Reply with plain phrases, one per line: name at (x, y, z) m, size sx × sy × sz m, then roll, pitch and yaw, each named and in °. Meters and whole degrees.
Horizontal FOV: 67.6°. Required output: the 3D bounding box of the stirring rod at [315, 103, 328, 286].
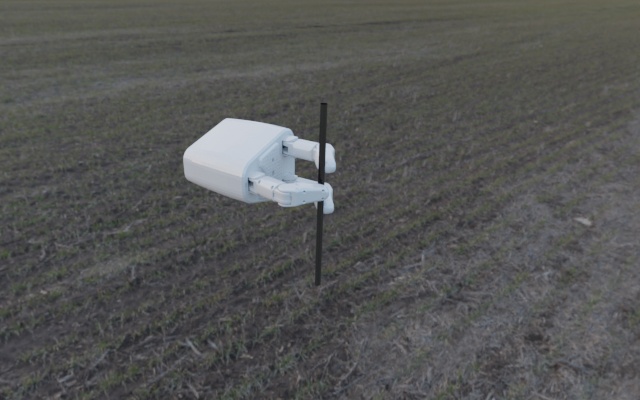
stirring rod at (0.000, 0.002, 0.577) m, size 0.011 × 0.240 × 0.011 m, roll 2°, pitch 26°, yaw -1°
